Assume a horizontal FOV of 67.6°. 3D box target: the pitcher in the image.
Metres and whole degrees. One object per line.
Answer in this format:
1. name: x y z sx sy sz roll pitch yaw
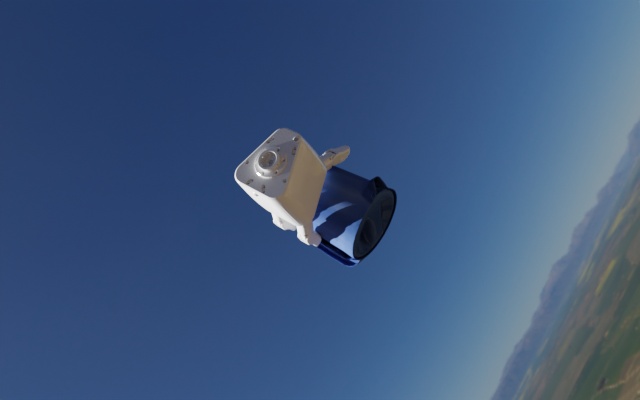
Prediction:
1. pitcher: 0.000 0.003 0.851 0.242 0.149 0.145 28 -7 27
